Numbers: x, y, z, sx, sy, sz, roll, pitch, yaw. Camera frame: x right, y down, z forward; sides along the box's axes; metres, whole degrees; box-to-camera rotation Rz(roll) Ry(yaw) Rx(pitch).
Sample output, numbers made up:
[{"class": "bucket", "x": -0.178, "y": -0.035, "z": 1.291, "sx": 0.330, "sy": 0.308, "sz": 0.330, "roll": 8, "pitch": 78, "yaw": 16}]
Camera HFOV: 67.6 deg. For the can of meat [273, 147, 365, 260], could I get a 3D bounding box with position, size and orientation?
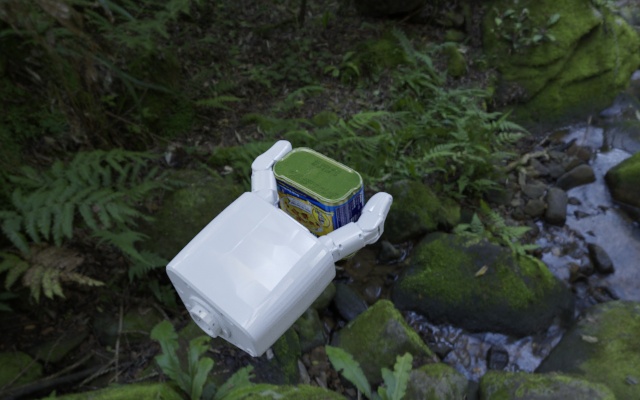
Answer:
[{"class": "can of meat", "x": 0.000, "y": 0.001, "z": 0.504, "sx": 0.102, "sy": 0.084, "sz": 0.057, "roll": 28, "pitch": 56, "yaw": 32}]
